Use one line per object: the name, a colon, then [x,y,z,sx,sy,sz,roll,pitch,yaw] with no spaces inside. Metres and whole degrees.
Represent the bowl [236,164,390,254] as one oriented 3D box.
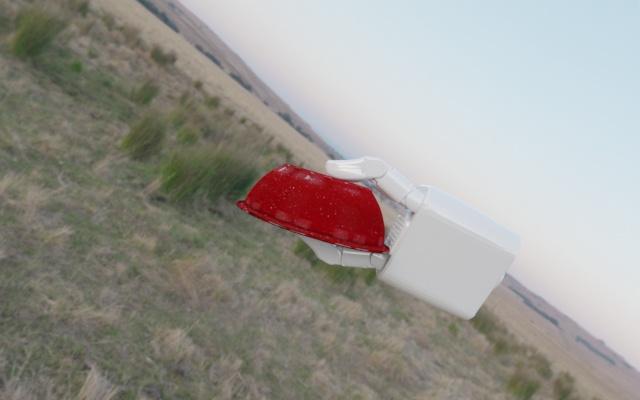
bowl: [-0.001,0.001,0.482,0.162,0.055,0.162,17,4,-1]
